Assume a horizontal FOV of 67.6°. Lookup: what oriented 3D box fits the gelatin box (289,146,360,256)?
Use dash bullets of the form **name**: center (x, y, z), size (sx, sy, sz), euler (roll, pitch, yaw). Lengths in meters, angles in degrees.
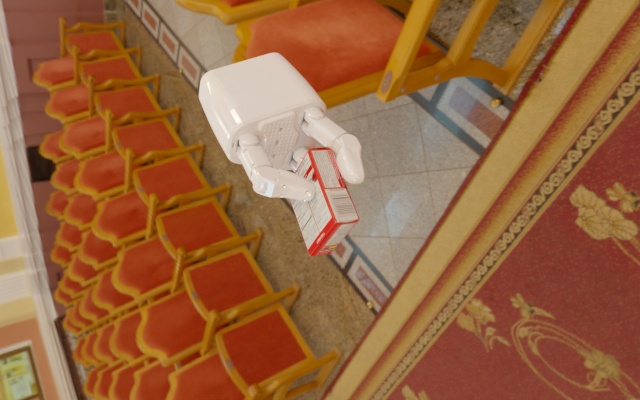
- **gelatin box**: center (0.000, 0.002, 0.490), size (0.030, 0.089, 0.073), euler (-6, -29, -28)
